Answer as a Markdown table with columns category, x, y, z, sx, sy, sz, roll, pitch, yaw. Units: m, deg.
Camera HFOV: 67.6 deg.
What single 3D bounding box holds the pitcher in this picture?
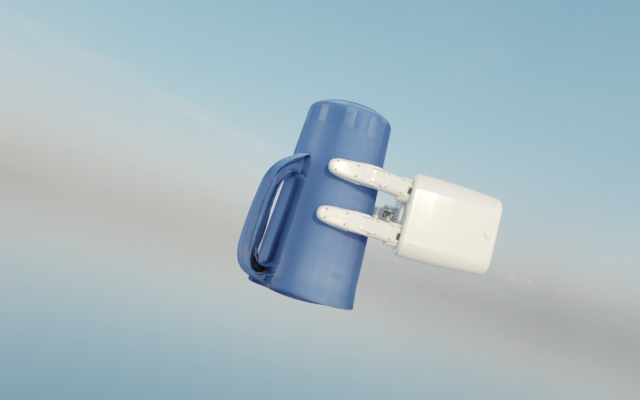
| category | x | y | z | sx | sy | sz | roll | pitch | yaw |
| --- | --- | --- | --- | --- | --- | --- | --- | --- | --- |
| pitcher | 0.000 | 0.002 | 0.586 | 0.145 | 0.243 | 0.149 | 16 | -7 | 2 |
